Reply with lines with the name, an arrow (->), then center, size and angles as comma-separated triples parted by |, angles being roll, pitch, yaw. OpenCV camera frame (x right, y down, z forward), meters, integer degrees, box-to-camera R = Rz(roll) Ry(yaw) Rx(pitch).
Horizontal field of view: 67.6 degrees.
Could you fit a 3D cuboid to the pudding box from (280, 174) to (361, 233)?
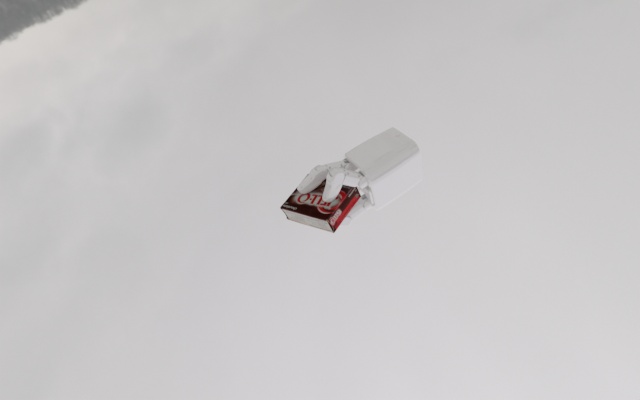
pudding box -> 0.000, 0.003, 0.829 | 0.113, 0.039, 0.090 | 11, 52, 41
